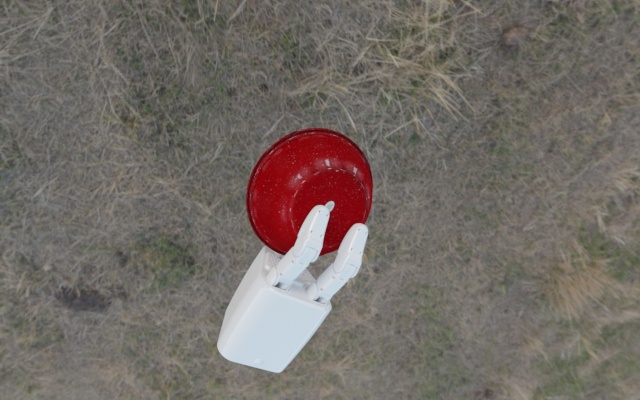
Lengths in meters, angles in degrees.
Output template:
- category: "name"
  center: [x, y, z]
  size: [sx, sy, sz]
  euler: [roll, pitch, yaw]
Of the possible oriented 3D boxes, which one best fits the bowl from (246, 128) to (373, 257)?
- category: "bowl"
  center: [0.001, 0.001, 0.543]
  size: [0.162, 0.162, 0.055]
  euler: [0, 17, -23]
